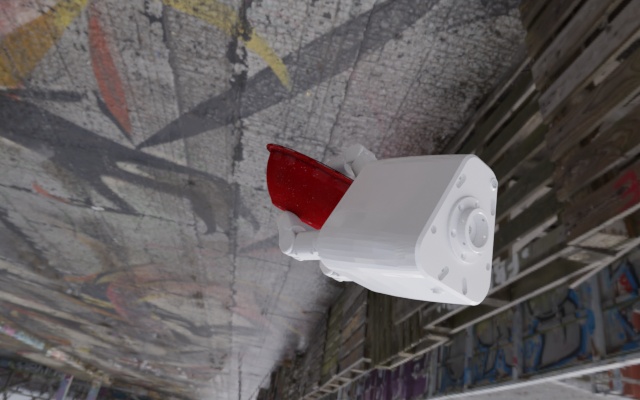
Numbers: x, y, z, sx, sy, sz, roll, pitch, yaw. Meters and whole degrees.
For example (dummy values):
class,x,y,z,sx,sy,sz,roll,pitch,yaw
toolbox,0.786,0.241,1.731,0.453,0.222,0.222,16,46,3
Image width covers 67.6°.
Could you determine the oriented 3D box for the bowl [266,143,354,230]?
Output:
class,x,y,z,sx,sy,sz,roll,pitch,yaw
bowl,-0.001,0.002,0.520,0.162,0.055,0.162,29,-4,2
